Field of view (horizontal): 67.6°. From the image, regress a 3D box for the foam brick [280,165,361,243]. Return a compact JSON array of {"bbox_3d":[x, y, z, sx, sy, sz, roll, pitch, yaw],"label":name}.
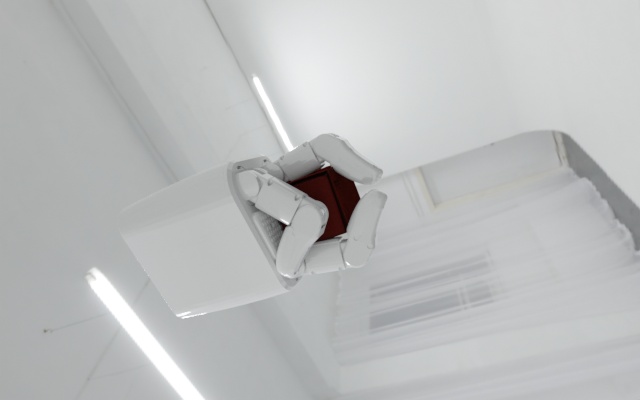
[{"bbox_3d":[0.000,0.001,0.403,0.051,0.053,0.078,-20,4,17],"label":"foam brick"}]
